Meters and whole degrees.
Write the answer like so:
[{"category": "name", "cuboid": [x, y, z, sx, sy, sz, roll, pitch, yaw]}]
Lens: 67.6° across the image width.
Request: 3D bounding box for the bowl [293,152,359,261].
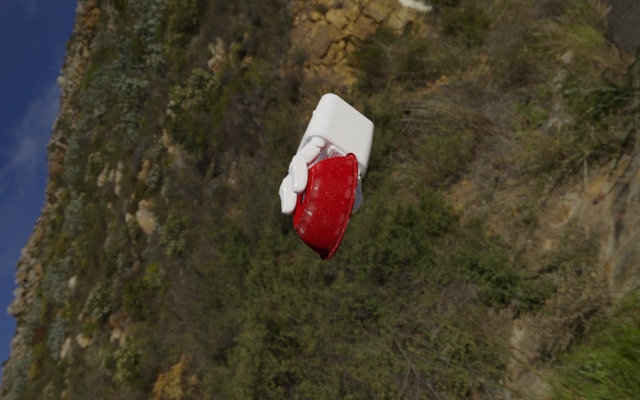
[{"category": "bowl", "cuboid": [0.000, 0.003, 0.686, 0.055, 0.162, 0.162, 14, -3, -13]}]
